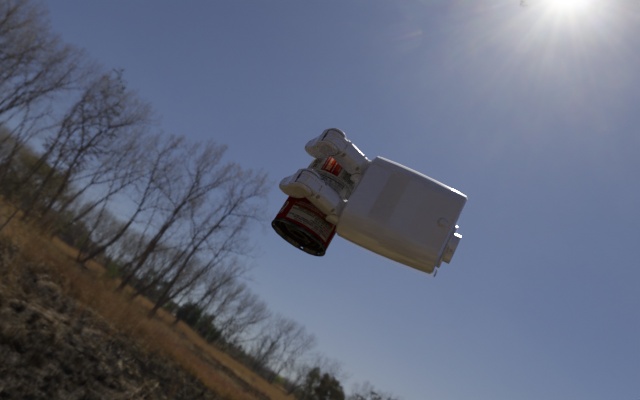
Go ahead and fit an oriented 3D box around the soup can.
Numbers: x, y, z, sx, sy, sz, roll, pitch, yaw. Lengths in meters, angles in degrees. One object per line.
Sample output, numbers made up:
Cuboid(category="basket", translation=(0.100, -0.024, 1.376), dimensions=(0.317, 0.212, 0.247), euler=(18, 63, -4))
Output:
Cuboid(category="soup can", translation=(0.000, 0.001, 0.535), dimensions=(0.068, 0.102, 0.068), euler=(27, -22, 12))
